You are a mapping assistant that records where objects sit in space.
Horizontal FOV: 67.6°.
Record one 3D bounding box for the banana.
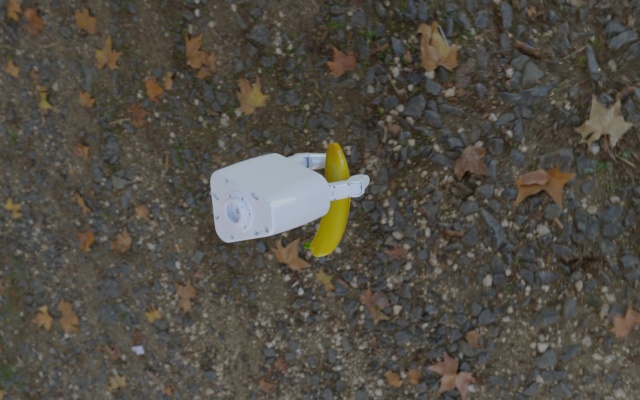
[{"bbox_3d":[0.012,0.015,0.695,0.037,0.198,0.069,-20,47,-42],"label":"banana"}]
